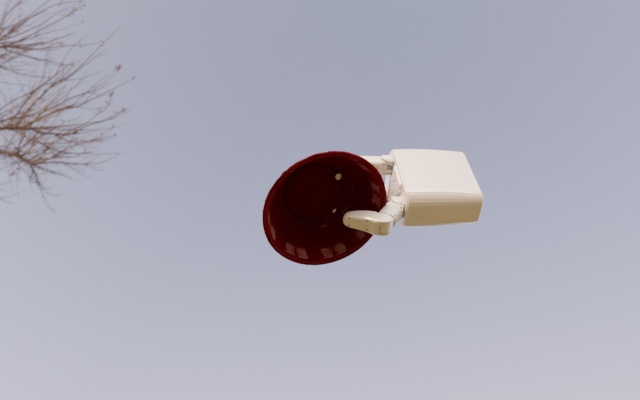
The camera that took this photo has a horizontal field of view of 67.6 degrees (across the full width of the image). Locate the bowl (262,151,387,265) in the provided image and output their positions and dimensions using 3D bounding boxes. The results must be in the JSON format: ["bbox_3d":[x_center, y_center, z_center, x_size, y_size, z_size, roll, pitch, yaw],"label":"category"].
[{"bbox_3d":[-0.001,0.002,0.609,0.162,0.162,0.055,0,29,-20],"label":"bowl"}]
